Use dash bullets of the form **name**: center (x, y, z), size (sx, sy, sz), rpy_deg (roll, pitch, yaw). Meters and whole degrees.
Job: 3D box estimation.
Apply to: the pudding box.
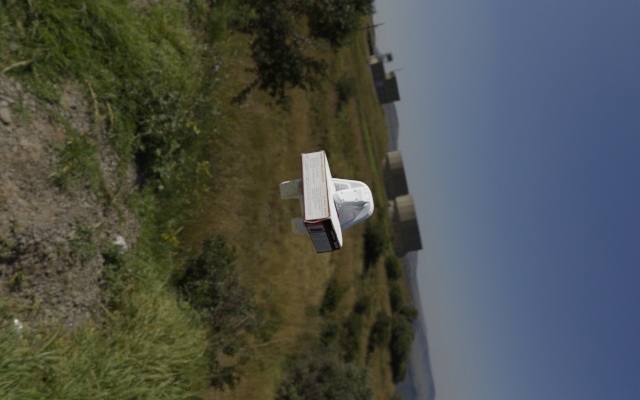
- **pudding box**: center (0.000, 0.002, 0.656), size (0.039, 0.113, 0.090), rpy_deg (-11, -34, 7)
